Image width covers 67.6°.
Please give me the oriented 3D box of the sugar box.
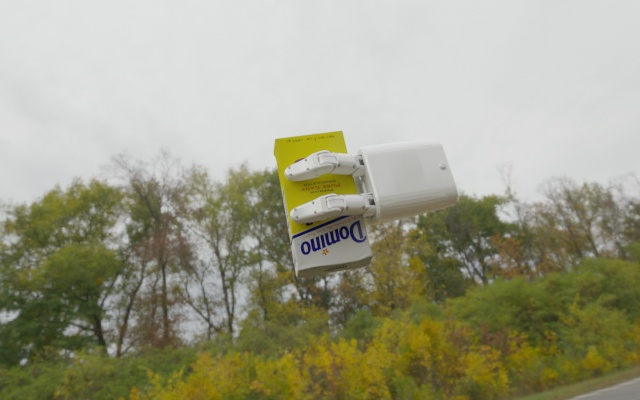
[{"bbox_3d":[0.000,0.002,0.601,0.093,0.176,0.048,-9,-23,-9],"label":"sugar box"}]
